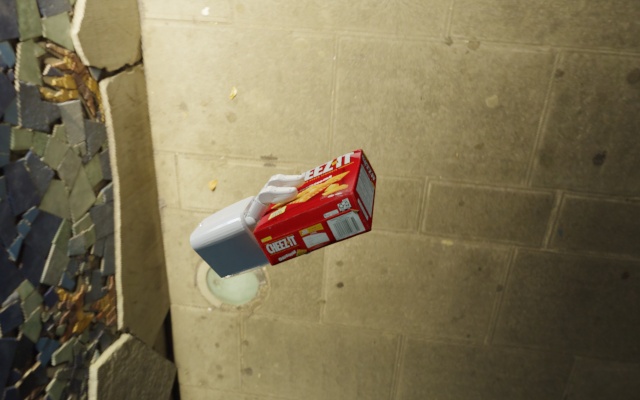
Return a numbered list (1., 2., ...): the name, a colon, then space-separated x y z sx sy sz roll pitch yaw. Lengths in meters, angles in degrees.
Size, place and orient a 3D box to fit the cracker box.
1. cracker box: 0.000 0.003 0.771 0.164 0.072 0.213 -22 18 17
